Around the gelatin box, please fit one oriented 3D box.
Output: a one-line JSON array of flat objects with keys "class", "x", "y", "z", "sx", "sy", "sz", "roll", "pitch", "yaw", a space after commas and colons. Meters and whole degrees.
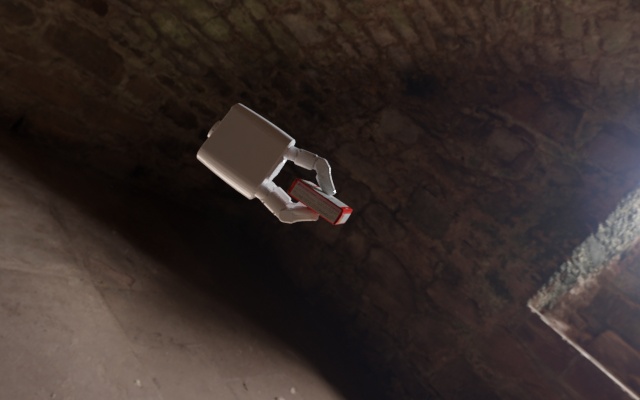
[{"class": "gelatin box", "x": 0.001, "y": 0.002, "z": 0.734, "sx": 0.089, "sy": 0.030, "sz": 0.073, "roll": 33, "pitch": 7, "yaw": 12}]
